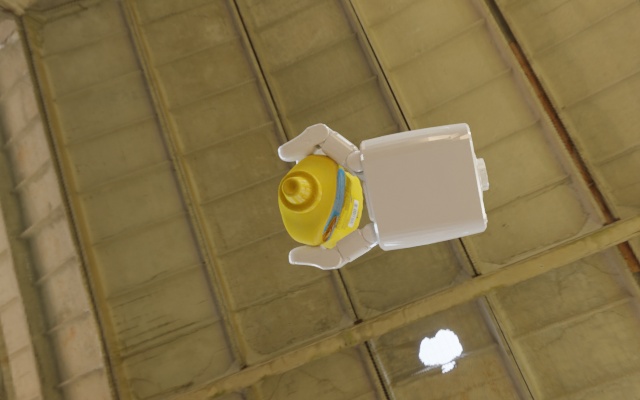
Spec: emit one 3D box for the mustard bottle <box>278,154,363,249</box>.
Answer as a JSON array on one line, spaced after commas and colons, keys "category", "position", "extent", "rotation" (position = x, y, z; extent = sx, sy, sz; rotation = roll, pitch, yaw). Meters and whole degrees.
[{"category": "mustard bottle", "position": [0.000, 0.002, 0.521], "extent": [0.058, 0.096, 0.191], "rotation": [14, -4, 17]}]
